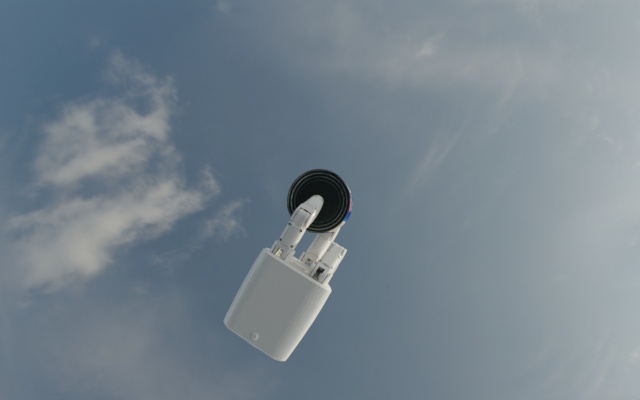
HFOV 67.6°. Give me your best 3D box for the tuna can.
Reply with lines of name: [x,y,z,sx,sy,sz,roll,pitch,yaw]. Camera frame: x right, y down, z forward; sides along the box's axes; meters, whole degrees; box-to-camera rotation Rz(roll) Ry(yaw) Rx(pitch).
tuna can: [0.000,0.002,0.646,0.086,0.086,0.034,0,-5,11]
